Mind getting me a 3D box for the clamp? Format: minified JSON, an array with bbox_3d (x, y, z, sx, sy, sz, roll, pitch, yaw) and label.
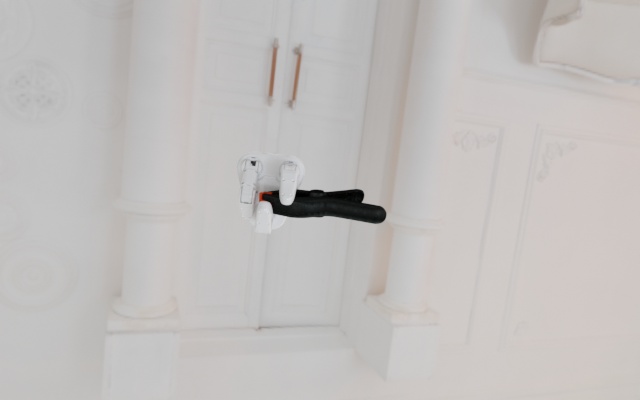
[{"bbox_3d":[0.000,0.003,0.677,0.171,0.039,0.120,6,8,-4],"label":"clamp"}]
